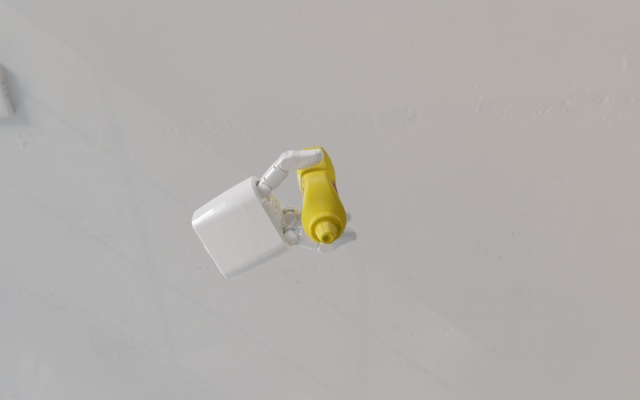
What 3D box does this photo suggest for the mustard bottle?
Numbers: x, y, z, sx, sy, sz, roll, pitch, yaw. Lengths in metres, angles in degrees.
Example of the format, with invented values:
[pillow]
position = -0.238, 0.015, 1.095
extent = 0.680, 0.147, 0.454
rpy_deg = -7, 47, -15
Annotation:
[mustard bottle]
position = 0.000, 0.002, 0.655
extent = 0.058, 0.096, 0.191
rpy_deg = -7, 28, -1
